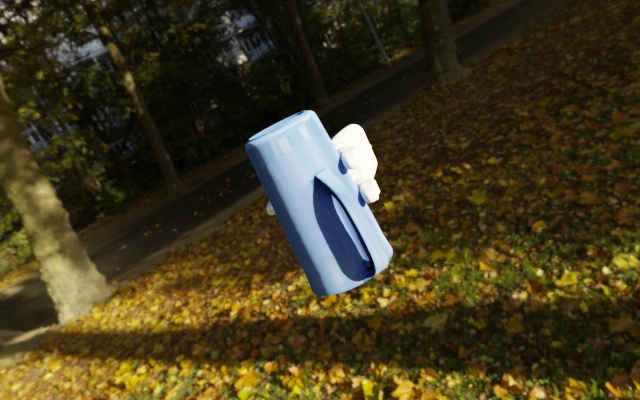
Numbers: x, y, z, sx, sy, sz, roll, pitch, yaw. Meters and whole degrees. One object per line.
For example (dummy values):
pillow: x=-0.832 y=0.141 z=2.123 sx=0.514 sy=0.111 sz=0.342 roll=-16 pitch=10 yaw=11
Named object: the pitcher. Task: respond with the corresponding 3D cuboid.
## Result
pitcher: x=0.000 y=0.002 z=0.669 sx=0.149 sy=0.243 sz=0.145 roll=-21 pitch=15 yaw=24
